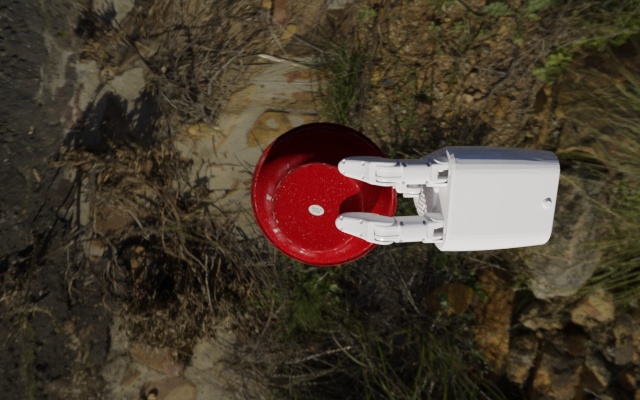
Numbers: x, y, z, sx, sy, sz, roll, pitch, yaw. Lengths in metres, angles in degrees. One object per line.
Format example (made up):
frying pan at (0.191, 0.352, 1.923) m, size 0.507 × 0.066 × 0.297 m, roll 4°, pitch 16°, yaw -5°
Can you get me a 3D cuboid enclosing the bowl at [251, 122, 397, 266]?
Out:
bowl at (-0.001, 0.002, 0.498) m, size 0.162 × 0.162 × 0.055 m, roll 0°, pitch 14°, yaw 6°
